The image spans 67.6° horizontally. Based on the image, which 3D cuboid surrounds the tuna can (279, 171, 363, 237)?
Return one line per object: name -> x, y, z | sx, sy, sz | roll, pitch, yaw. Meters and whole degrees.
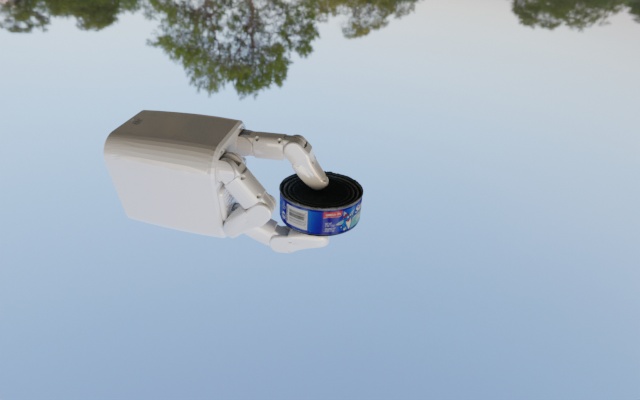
tuna can -> 0.000, 0.002, 0.492 | 0.086, 0.034, 0.086 | 3, 28, -1
